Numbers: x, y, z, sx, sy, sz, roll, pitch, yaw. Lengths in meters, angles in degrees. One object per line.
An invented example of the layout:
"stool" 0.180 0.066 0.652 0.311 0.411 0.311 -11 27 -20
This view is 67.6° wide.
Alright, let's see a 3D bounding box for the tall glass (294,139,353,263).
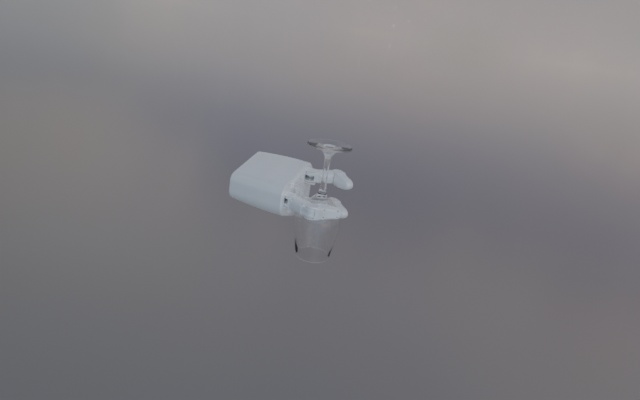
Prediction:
"tall glass" 0.000 0.002 0.803 0.079 0.201 0.079 8 20 -3
